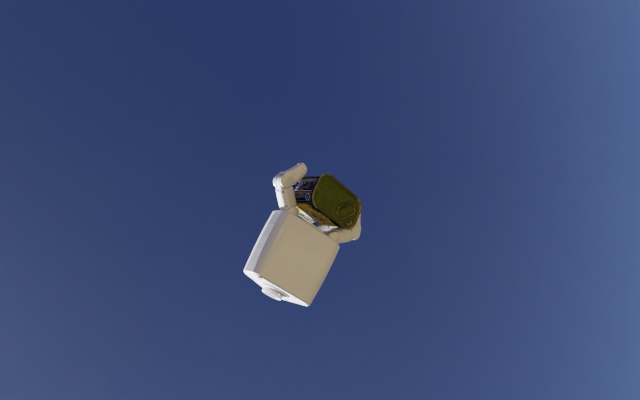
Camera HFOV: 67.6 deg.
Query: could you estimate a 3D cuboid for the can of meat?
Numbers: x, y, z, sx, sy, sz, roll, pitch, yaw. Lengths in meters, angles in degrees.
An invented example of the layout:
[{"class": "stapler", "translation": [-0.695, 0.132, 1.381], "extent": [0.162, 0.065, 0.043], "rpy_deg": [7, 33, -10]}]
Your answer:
[{"class": "can of meat", "translation": [0.000, 0.002, 0.757], "extent": [0.084, 0.057, 0.102], "rpy_deg": [1, -29, 48]}]
